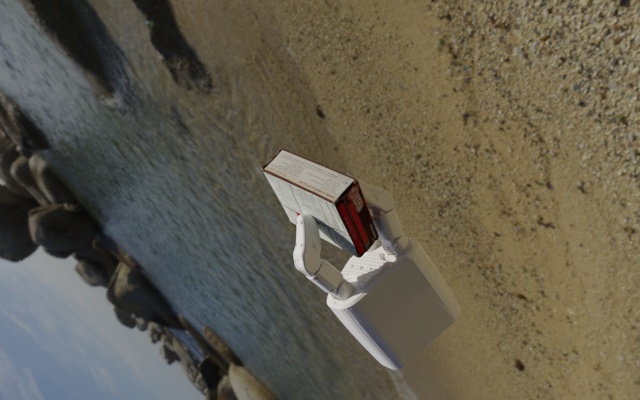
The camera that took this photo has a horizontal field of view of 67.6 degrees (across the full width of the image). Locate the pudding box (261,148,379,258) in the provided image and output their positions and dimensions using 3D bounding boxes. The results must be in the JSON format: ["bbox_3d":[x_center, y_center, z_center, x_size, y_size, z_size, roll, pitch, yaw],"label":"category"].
[{"bbox_3d":[0.000,0.002,0.497,0.113,0.039,0.090,24,-29,38],"label":"pudding box"}]
